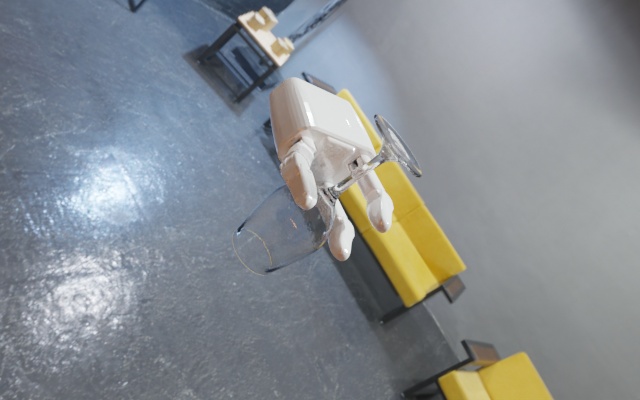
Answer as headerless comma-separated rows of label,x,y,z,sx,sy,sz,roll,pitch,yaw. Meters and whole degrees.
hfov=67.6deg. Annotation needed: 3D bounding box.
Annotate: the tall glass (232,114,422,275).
tall glass,0.001,0.001,0.492,0.201,0.079,0.079,-36,-15,21
